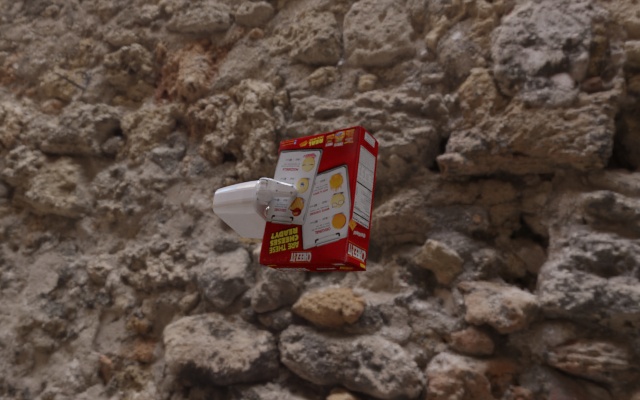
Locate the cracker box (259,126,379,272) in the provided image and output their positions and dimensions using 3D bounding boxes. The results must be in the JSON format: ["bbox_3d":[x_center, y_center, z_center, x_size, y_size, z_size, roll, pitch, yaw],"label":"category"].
[{"bbox_3d":[0.000,0.002,0.754,0.164,0.213,0.072,-6,-22,36],"label":"cracker box"}]
